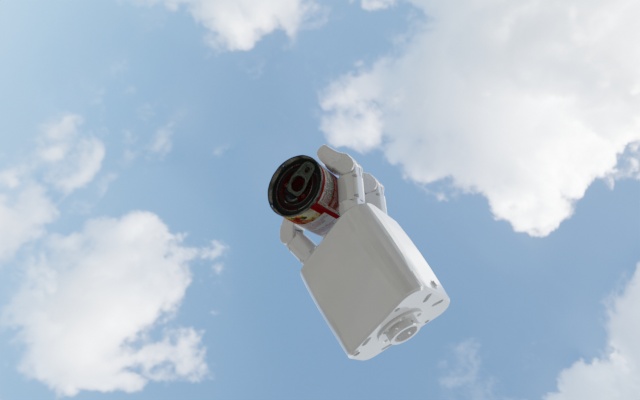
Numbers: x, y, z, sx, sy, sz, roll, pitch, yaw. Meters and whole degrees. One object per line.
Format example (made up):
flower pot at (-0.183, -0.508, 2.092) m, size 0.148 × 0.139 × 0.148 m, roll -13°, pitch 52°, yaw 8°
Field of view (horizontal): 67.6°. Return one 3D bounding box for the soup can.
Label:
soup can at (0.000, 0.002, 0.523) m, size 0.068 × 0.068 × 0.102 m, roll 0°, pitch -20°, yaw 35°
